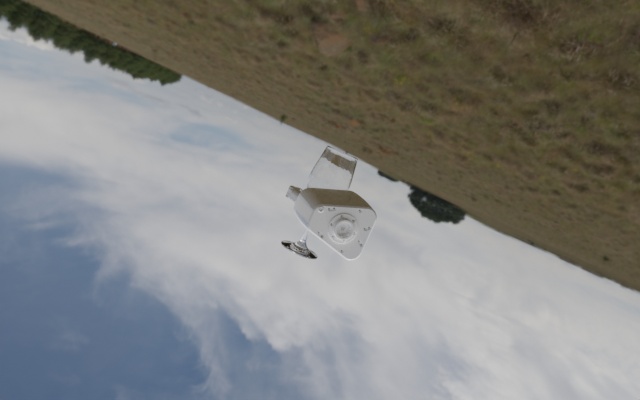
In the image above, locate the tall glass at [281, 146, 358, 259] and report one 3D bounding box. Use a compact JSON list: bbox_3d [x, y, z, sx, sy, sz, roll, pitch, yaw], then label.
[{"bbox_3d":[0.000,0.003,0.881,0.079,0.201,0.079,23,8,-3],"label":"tall glass"}]
